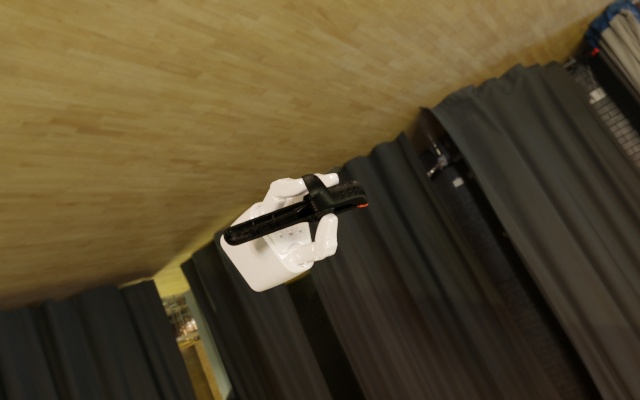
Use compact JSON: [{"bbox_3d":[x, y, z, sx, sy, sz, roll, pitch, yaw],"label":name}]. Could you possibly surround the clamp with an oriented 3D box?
[{"bbox_3d":[0.001,0.003,0.607,0.210,0.036,0.164,-12,-15,-44],"label":"clamp"}]
